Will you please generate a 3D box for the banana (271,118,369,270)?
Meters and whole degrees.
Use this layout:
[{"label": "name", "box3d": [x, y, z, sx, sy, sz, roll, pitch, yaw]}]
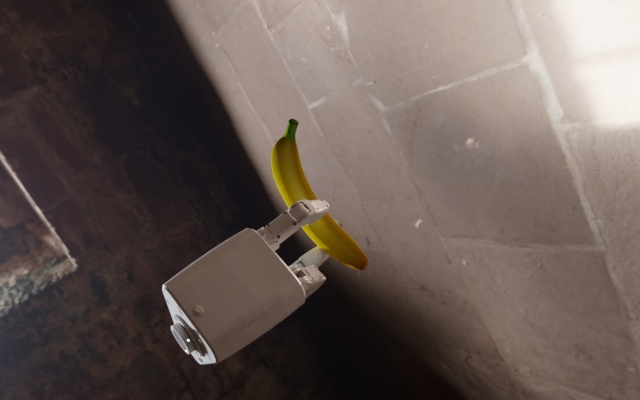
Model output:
[{"label": "banana", "box3d": [-0.011, 0.003, 0.581, 0.037, 0.198, 0.070, -30, 3, -35]}]
